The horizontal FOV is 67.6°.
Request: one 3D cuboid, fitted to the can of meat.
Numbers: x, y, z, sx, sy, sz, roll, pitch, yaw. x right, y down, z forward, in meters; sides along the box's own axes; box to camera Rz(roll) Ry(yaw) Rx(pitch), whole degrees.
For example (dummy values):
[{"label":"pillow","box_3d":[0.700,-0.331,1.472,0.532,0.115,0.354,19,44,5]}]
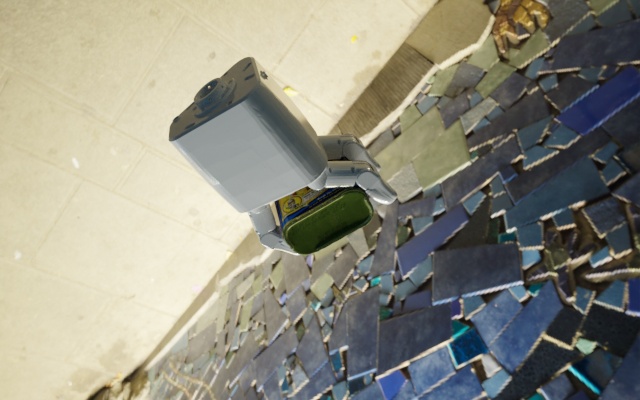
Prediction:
[{"label":"can of meat","box_3d":[0.000,0.002,0.520,0.102,0.057,0.084,-30,36,7]}]
